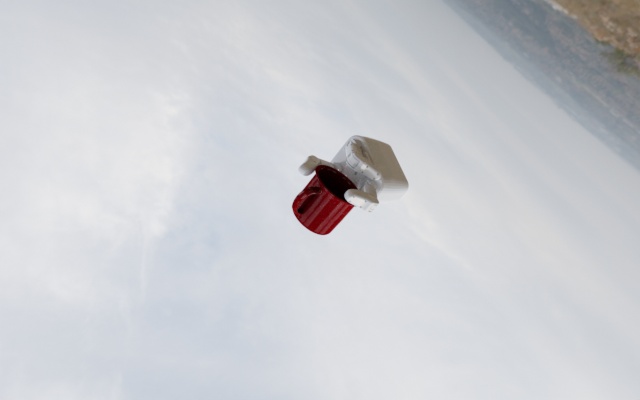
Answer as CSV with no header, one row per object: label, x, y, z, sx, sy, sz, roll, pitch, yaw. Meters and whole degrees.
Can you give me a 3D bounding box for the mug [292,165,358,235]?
mug,-0.001,0.003,0.769,0.117,0.093,0.081,-1,-43,-53
